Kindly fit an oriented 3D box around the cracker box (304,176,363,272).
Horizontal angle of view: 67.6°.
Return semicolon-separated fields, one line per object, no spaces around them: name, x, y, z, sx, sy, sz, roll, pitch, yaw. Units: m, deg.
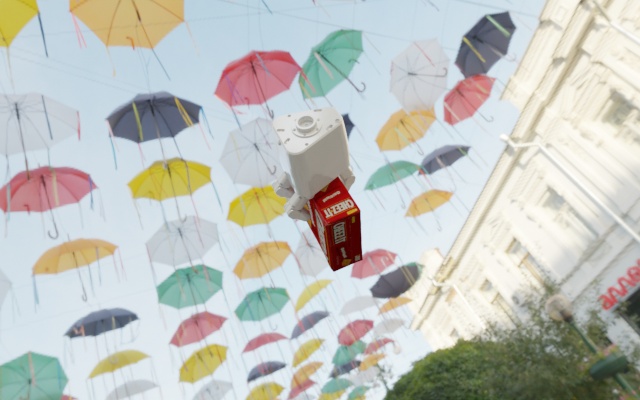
cracker box;0.000;0.003;0.895;0.072;0.213;0.164;-23;-36;-10
